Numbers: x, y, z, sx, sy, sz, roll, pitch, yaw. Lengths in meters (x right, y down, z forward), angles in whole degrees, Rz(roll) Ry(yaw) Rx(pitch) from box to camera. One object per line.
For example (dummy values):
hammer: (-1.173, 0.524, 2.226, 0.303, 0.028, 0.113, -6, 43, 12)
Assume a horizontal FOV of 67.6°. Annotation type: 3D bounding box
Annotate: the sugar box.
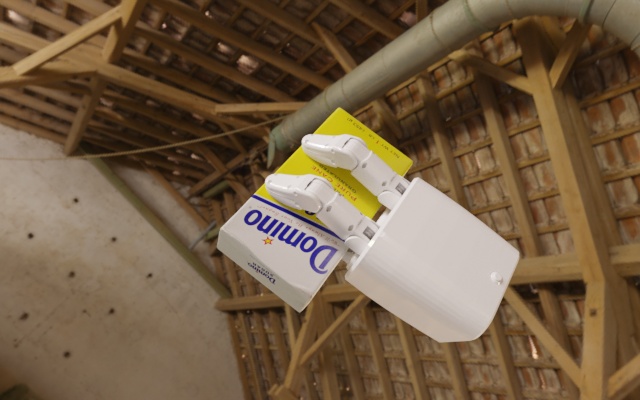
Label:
sugar box: (0.000, 0.001, 0.429, 0.093, 0.176, 0.048, 36, -34, 5)
